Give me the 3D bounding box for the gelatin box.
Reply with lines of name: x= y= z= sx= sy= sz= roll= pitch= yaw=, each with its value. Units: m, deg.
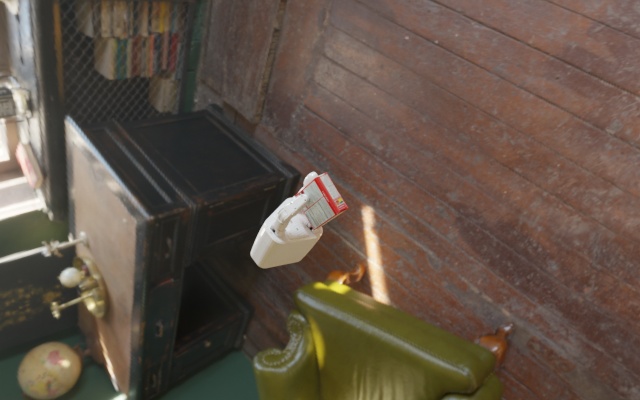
gelatin box: x=0.000 y=0.003 z=0.838 sx=0.030 sy=0.073 sz=0.089 roll=-26 pitch=-7 yaw=-36
